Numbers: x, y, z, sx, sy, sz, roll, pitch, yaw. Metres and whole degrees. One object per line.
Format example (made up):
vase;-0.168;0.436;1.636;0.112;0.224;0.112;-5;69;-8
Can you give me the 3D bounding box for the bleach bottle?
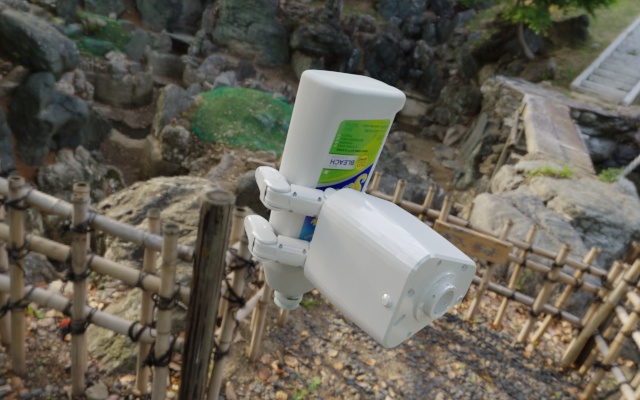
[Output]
bleach bottle;0.000;0.002;0.485;0.102;0.251;0.068;-6;32;-40
